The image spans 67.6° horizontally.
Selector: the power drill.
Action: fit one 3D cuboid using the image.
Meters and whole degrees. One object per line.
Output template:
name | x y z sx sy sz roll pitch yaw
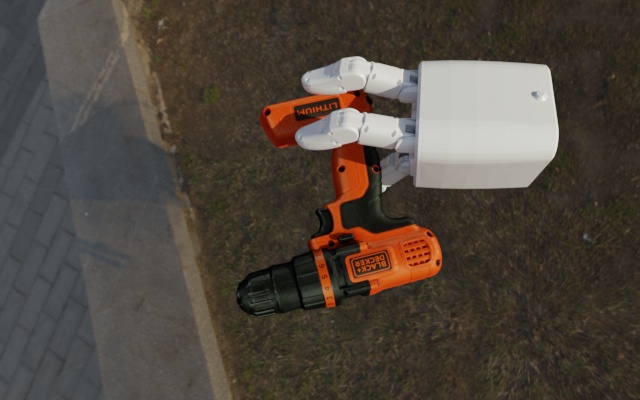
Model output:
power drill | 0.000 0.001 0.437 0.184 0.187 0.057 -13 -10 -6
